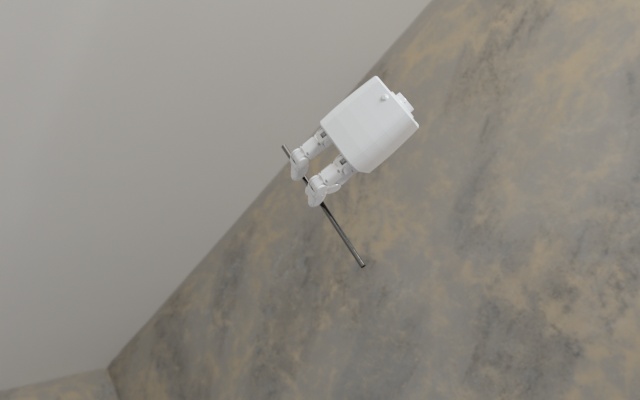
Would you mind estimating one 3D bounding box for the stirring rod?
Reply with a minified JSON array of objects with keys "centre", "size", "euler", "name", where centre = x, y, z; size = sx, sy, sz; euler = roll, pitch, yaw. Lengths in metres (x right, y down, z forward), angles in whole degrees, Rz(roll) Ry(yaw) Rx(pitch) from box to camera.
[{"centre":[0.000,0.002,0.722],"size":[0.011,0.239,0.011],"euler":[-27,-26,-14],"name":"stirring rod"}]
